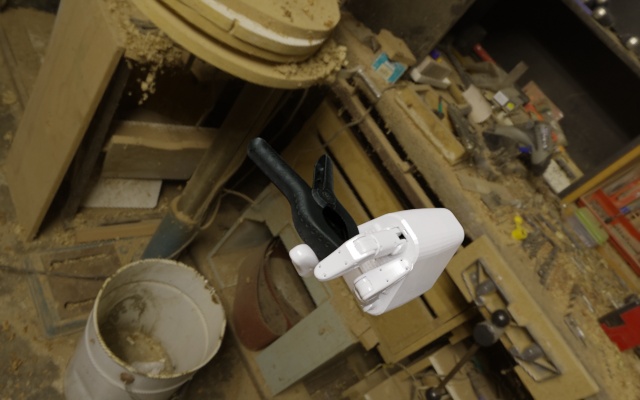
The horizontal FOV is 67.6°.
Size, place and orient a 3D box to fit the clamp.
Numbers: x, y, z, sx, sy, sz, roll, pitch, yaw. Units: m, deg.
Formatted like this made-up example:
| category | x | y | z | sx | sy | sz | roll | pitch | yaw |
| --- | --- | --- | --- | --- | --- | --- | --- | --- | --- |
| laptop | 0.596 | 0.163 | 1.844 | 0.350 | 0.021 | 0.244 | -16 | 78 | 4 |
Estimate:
| category | x | y | z | sx | sy | sz | roll | pitch | yaw |
| --- | --- | --- | --- | --- | --- | --- | --- | --- | --- |
| clamp | 0.000 | 0.001 | 0.519 | 0.120 | 0.171 | 0.039 | -7 | -32 | -46 |
